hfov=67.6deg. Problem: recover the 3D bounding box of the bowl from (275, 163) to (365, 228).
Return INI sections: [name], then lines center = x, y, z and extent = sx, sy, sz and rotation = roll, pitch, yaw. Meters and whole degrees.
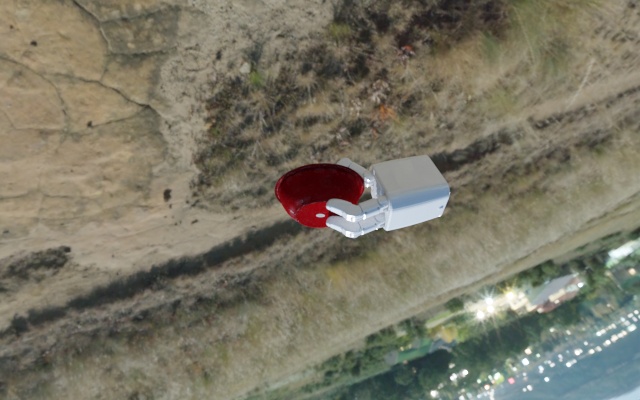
[bowl]
center = -0.001, 0.003, 0.838
extent = 0.162, 0.055, 0.162
rotation = -3, -31, -2
